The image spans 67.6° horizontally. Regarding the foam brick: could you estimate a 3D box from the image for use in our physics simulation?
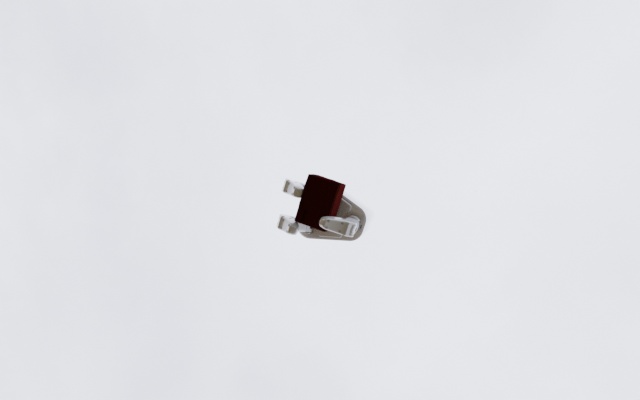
[{"bbox_3d":[0.000,0.002,0.735,0.053,0.078,0.051,20,7,13],"label":"foam brick"}]
